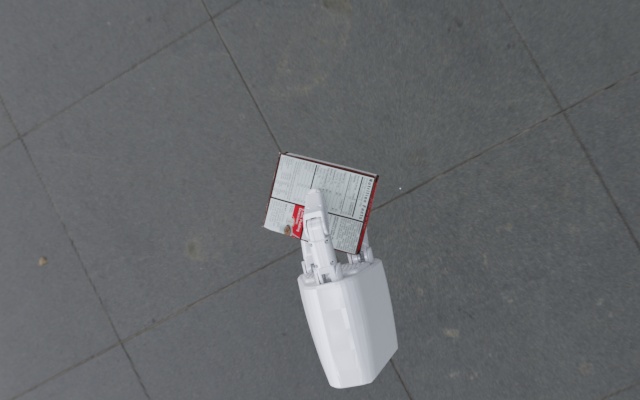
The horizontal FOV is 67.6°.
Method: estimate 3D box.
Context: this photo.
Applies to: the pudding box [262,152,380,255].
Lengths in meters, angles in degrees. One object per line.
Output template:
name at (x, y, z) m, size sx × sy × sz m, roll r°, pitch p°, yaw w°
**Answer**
pudding box at (0.000, 0.002, 0.527) m, size 0.113 × 0.090 × 0.039 m, roll 15°, pitch 6°, yaw 8°
